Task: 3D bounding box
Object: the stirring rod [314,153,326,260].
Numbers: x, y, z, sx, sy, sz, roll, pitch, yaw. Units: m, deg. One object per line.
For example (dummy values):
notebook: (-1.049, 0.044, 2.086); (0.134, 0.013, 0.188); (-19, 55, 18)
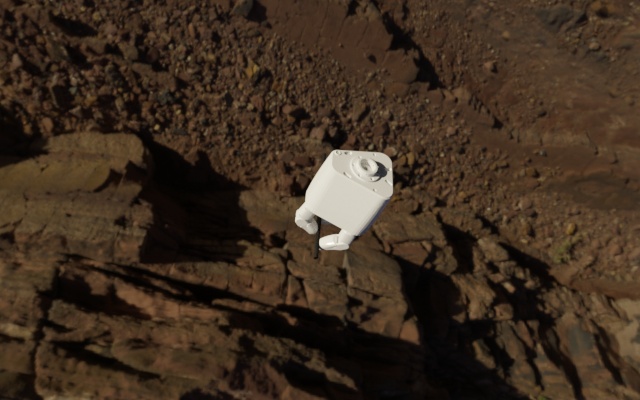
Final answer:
stirring rod: (0.000, 0.003, 0.885); (0.011, 0.239, 0.011); (3, -37, 2)
